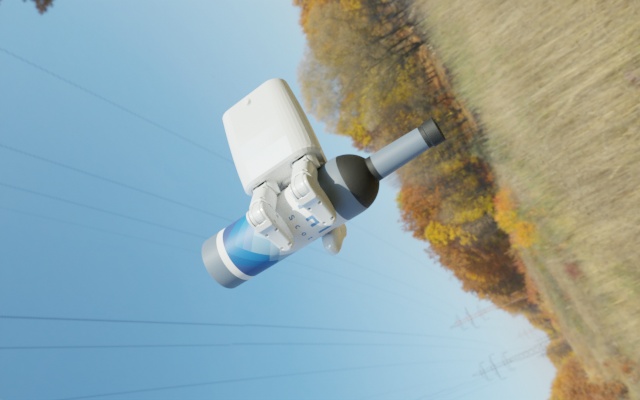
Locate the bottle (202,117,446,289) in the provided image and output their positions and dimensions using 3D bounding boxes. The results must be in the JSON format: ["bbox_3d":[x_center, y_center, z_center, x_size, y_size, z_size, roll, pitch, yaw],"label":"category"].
[{"bbox_3d":[0.000,0.002,0.524,0.296,0.069,0.069,-32,-11,18],"label":"bottle"}]
